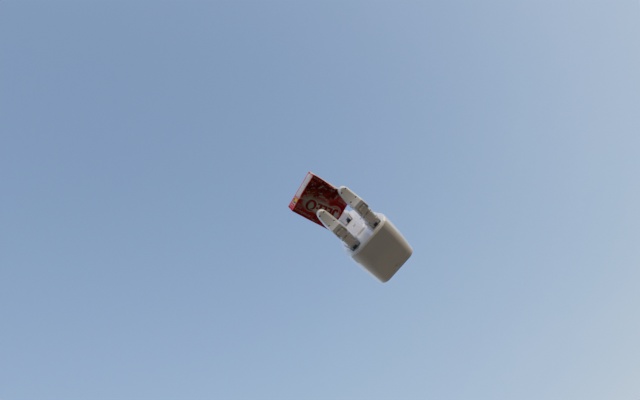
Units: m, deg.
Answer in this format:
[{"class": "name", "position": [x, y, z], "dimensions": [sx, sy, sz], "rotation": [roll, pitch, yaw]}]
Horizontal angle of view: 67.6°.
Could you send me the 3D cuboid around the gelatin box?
[{"class": "gelatin box", "position": [0.000, 0.002, 0.833], "dimensions": [0.089, 0.073, 0.030], "rotation": [30, 5, -25]}]
